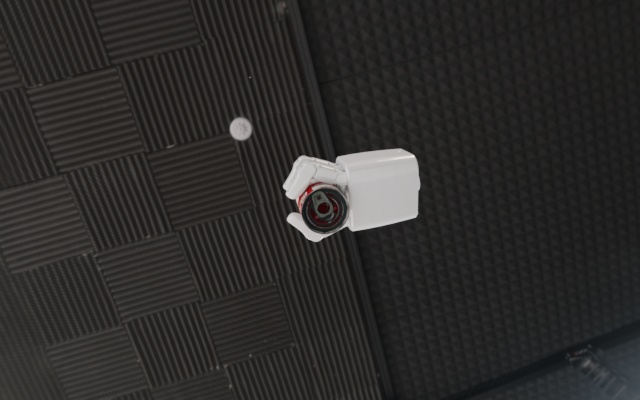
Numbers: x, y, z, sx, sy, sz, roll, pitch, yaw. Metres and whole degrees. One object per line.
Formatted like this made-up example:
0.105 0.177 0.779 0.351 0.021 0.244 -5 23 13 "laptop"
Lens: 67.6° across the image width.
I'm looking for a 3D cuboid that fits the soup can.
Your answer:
0.000 0.002 0.708 0.068 0.068 0.102 0 14 -8 "soup can"
